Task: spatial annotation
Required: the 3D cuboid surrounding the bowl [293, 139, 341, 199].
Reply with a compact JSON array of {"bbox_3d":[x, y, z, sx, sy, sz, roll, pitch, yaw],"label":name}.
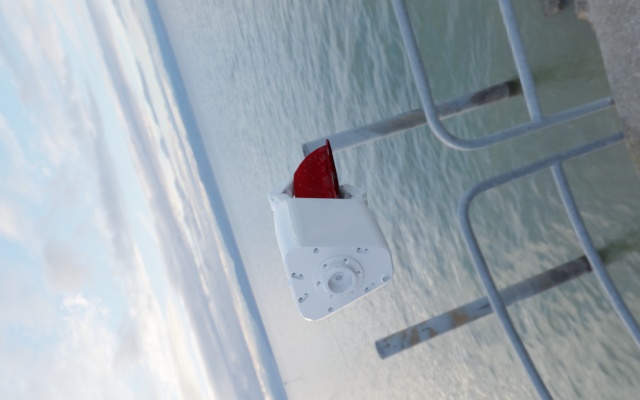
[{"bbox_3d":[0.000,0.002,0.641,0.055,0.162,0.162,-11,-1,5],"label":"bowl"}]
